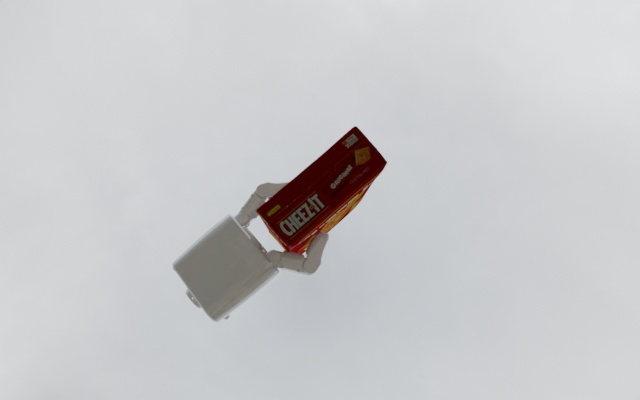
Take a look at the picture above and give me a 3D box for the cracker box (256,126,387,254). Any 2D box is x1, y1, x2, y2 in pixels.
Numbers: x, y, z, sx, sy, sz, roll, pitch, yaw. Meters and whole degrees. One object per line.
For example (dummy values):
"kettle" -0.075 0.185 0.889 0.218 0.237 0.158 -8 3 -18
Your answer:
"cracker box" 0.000 0.002 0.678 0.164 0.072 0.214 -41 -6 -9
